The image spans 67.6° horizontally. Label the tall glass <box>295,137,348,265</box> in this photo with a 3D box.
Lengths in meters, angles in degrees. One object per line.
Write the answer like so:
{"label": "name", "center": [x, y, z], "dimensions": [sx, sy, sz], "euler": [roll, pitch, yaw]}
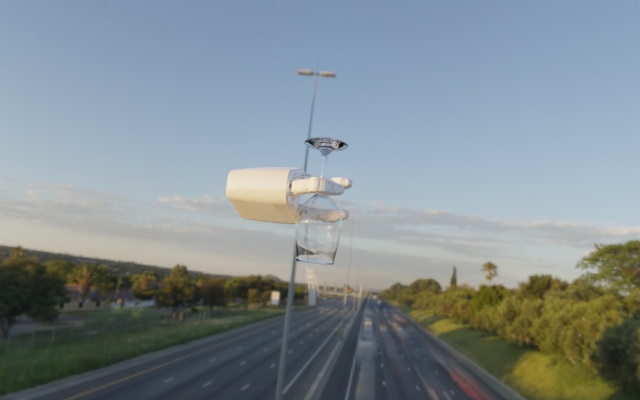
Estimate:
{"label": "tall glass", "center": [0.000, 0.002, 0.787], "dimensions": [0.079, 0.201, 0.079], "euler": [5, -10, 1]}
